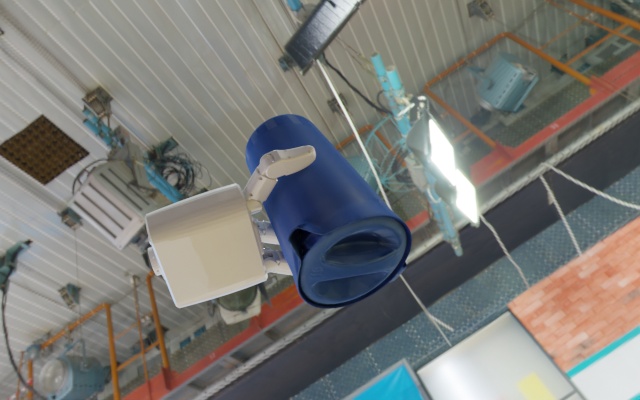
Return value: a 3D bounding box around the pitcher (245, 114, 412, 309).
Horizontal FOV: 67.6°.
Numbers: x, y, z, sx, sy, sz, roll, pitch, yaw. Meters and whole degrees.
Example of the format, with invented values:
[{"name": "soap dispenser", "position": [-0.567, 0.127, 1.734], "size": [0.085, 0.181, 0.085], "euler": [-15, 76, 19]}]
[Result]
[{"name": "pitcher", "position": [0.000, 0.002, 0.581], "size": [0.145, 0.149, 0.242], "euler": [-19, 45, -13]}]
